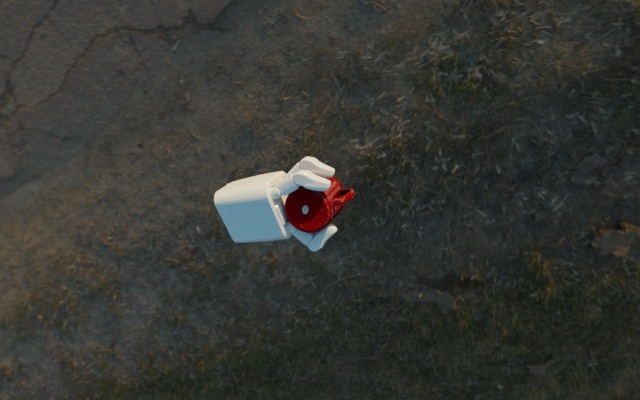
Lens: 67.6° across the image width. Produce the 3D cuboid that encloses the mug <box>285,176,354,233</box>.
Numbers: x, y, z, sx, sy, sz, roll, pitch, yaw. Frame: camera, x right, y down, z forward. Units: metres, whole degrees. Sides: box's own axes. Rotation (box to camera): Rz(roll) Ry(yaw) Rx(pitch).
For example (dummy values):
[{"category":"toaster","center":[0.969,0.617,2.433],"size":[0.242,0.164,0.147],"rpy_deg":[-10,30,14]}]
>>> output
[{"category":"mug","center":[0.001,0.003,0.806],"size":[0.117,0.093,0.081],"rpy_deg":[-9,16,20]}]
